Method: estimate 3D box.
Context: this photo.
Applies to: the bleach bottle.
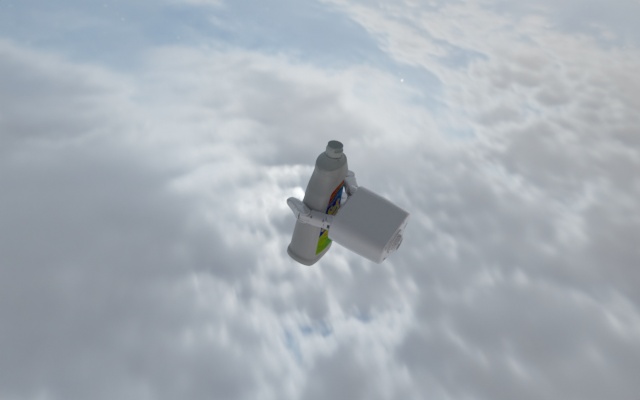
[{"bbox_3d":[0.000,0.003,0.896,0.068,0.251,0.102,29,42,20],"label":"bleach bottle"}]
